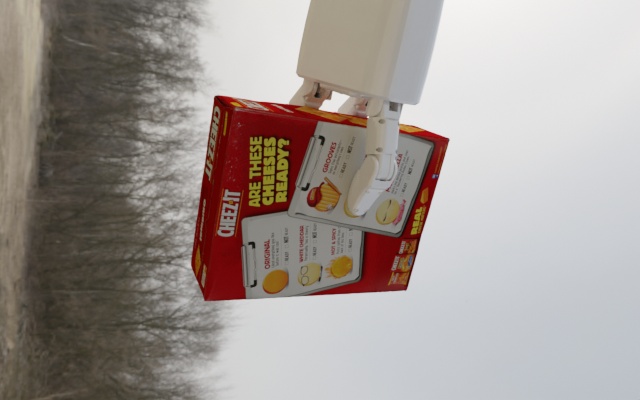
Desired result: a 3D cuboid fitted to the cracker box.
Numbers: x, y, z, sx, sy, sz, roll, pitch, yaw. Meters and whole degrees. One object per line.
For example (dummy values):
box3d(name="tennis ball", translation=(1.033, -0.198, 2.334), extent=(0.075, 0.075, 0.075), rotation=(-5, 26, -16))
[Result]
box3d(name="cracker box", translation=(0.000, 0.002, 0.444), extent=(0.214, 0.164, 0.072), rotation=(3, 19, -28))
